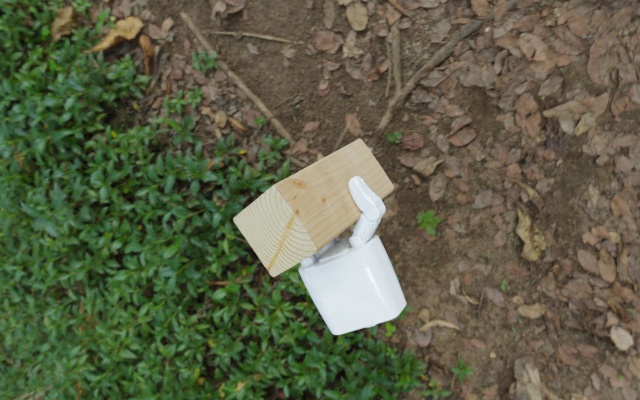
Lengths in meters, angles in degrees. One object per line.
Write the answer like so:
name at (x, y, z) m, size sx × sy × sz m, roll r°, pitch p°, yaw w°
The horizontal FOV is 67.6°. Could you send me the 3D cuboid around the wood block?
wood block at (0.000, 0.002, 0.628) m, size 0.091 × 0.090 × 0.206 m, roll -34°, pitch 0°, yaw 39°
